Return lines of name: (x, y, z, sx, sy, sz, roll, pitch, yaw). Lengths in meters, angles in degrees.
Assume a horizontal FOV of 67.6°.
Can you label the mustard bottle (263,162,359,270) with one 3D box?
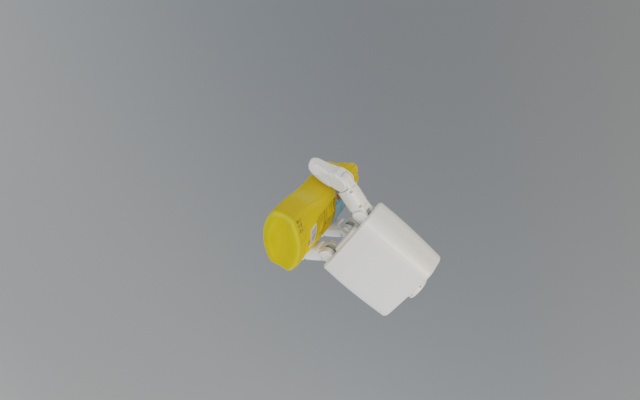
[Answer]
mustard bottle: (0.000, 0.002, 0.647, 0.058, 0.096, 0.191, 24, 45, 21)
